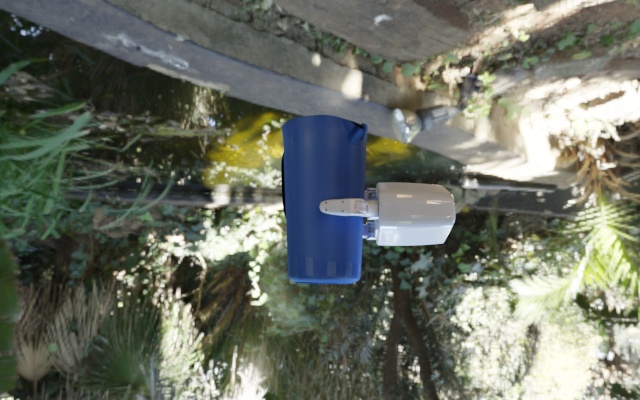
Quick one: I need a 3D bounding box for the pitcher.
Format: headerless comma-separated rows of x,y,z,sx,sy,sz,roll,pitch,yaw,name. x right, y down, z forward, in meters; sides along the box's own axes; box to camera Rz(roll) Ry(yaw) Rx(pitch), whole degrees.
0.000,0.002,0.730,0.145,0.243,0.149,0,-8,5,pitcher
